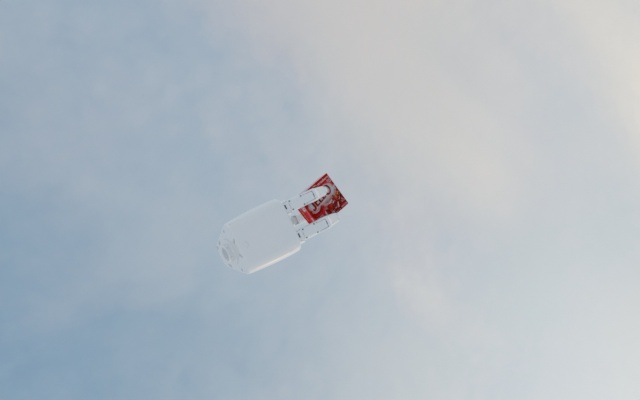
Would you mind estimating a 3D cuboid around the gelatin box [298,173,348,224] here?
[{"bbox_3d":[0.000,0.003,0.897,0.089,0.073,0.030,-41,9,-35],"label":"gelatin box"}]
